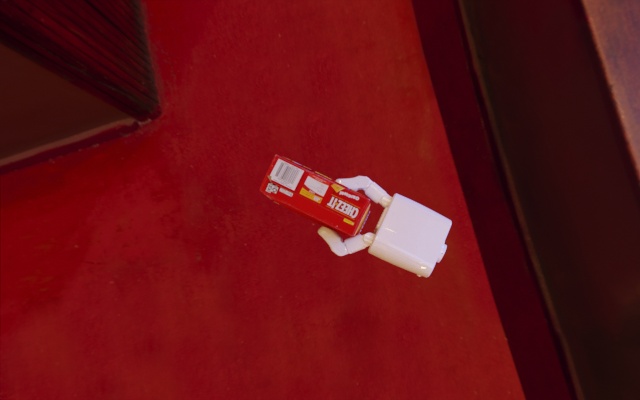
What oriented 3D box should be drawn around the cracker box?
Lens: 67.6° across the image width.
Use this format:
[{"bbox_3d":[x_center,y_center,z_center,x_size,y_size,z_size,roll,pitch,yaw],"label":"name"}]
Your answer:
[{"bbox_3d":[0.000,0.003,0.820,0.164,0.072,0.214,26,-3,8],"label":"cracker box"}]
